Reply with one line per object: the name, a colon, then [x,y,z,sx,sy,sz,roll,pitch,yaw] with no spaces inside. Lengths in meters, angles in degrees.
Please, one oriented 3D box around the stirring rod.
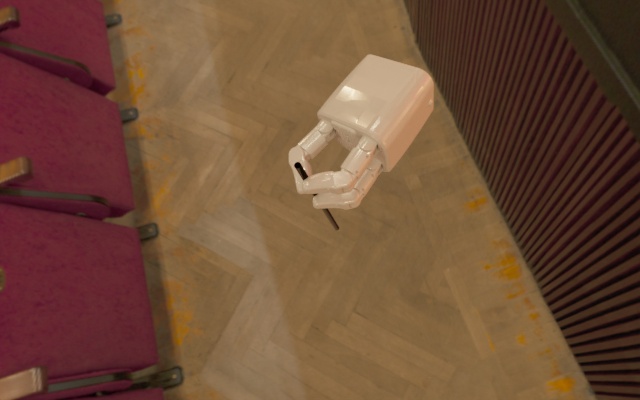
stirring rod: [0.000,0.002,0.635,0.011,0.011,0.240,0,-20,13]
